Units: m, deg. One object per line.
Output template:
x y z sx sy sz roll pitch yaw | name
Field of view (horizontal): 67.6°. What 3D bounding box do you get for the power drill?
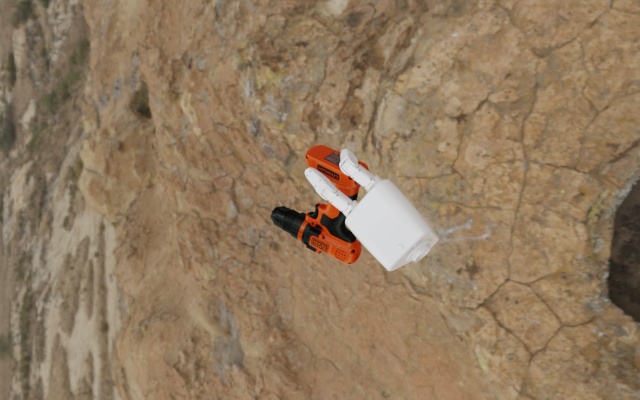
0.000 0.002 0.823 0.184 0.188 0.057 25 37 19 | power drill
